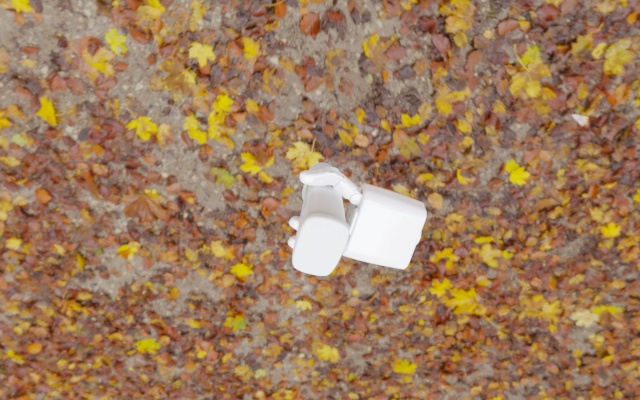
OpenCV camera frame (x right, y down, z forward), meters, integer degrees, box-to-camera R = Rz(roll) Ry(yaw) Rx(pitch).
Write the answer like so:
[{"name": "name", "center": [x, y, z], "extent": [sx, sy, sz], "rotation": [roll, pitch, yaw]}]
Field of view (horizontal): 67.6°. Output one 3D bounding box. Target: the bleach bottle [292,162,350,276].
[{"name": "bleach bottle", "center": [0.000, 0.003, 0.759], "extent": [0.068, 0.103, 0.250], "rotation": [15, 31, -8]}]
